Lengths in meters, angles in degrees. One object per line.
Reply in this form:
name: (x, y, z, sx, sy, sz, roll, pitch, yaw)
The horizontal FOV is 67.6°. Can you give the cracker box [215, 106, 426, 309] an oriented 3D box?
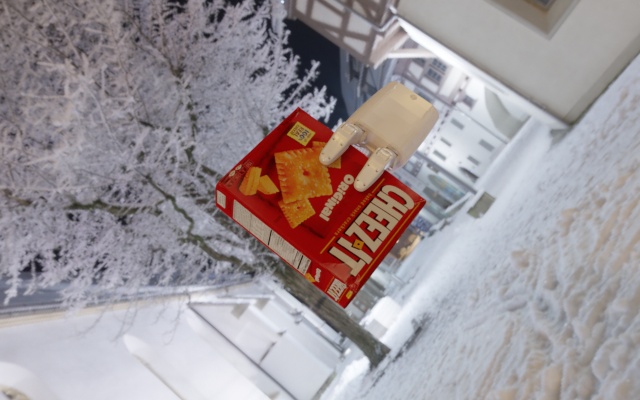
cracker box: (0.000, 0.002, 0.607, 0.213, 0.164, 0.072, 37, -28, 10)
